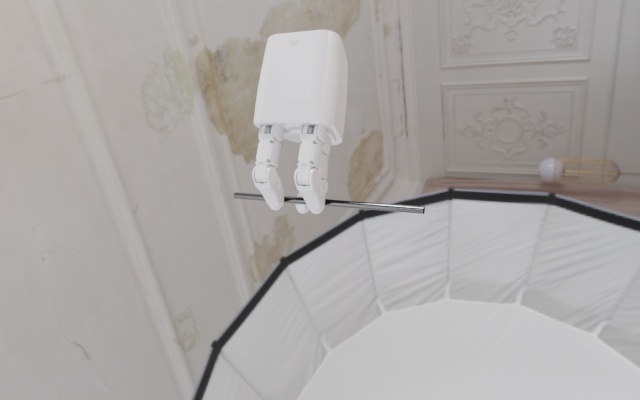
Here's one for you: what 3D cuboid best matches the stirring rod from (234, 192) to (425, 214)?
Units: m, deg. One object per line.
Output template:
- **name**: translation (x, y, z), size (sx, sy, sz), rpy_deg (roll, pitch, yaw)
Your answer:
- **stirring rod**: translation (0.000, 0.002, 0.550), size (0.239, 0.011, 0.011), rpy_deg (4, 2, 26)
